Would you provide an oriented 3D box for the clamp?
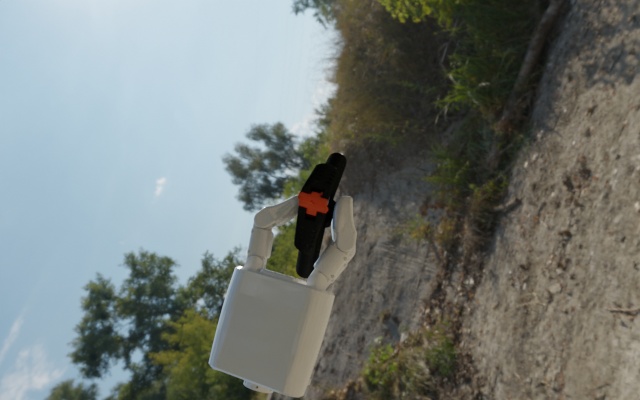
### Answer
[{"bbox_3d":[-0.001,0.002,0.527,0.036,0.164,0.210,15,-11,4],"label":"clamp"}]
